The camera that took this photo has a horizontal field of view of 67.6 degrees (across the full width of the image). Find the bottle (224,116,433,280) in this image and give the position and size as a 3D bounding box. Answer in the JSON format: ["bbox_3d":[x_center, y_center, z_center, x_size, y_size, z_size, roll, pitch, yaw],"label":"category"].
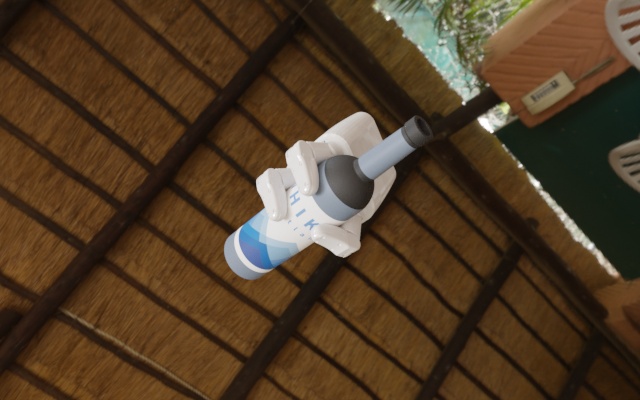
[{"bbox_3d":[0.000,0.002,0.531,0.069,0.069,0.296,0,-28,-48],"label":"bottle"}]
